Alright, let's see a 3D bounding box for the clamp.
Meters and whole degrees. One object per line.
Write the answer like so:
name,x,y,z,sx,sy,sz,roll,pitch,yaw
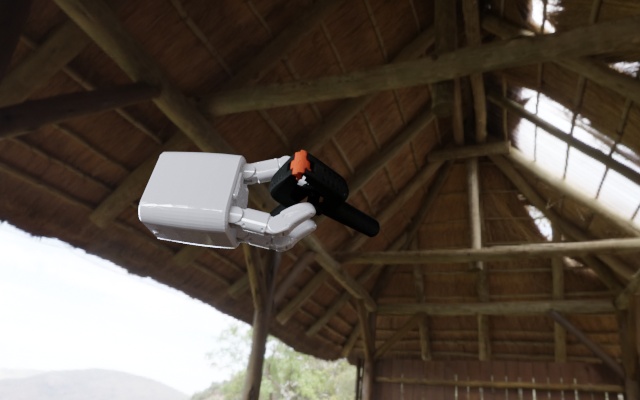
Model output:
clamp,0.000,0.001,0.598,0.164,0.036,0.210,4,-23,2
